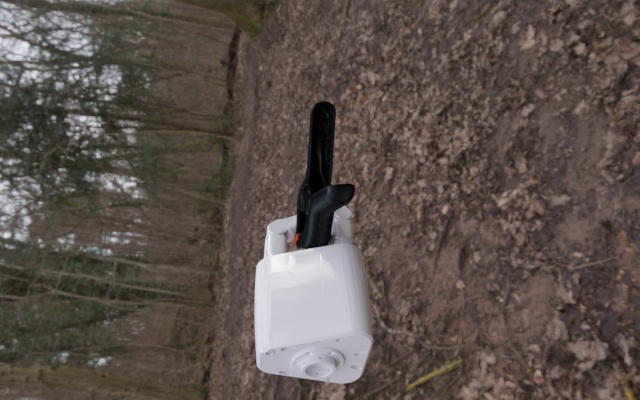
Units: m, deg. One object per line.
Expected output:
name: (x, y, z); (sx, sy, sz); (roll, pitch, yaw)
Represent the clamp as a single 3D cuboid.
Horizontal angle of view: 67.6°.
clamp: (-0.001, 0.002, 0.481); (0.039, 0.172, 0.120); (2, 42, -7)
